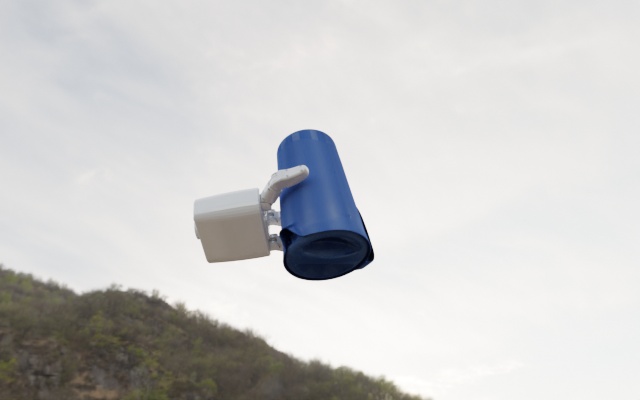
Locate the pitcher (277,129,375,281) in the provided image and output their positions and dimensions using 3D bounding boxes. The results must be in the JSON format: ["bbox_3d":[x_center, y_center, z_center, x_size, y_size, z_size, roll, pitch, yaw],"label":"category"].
[{"bbox_3d":[0.000,0.003,0.787,0.145,0.242,0.149,-10,-40,-1],"label":"pitcher"}]
